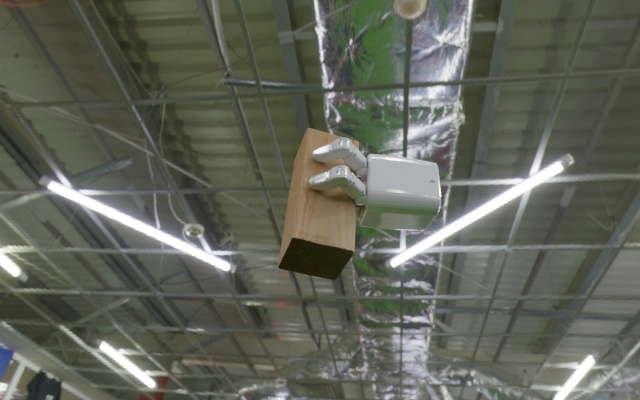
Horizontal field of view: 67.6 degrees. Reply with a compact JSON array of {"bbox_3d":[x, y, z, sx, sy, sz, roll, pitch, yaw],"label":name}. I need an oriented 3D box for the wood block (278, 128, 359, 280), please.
[{"bbox_3d":[0.000,0.003,0.723,0.090,0.206,0.091,13,-39,-10],"label":"wood block"}]
